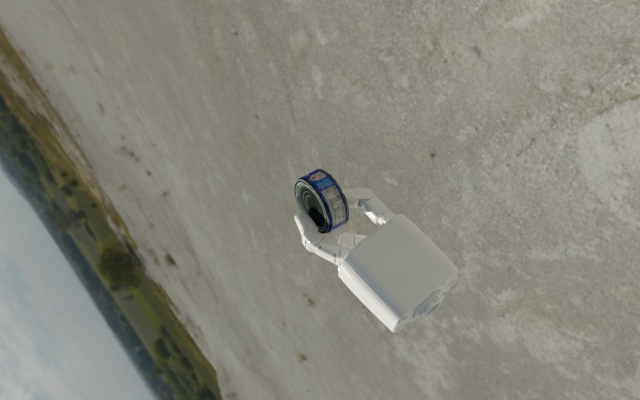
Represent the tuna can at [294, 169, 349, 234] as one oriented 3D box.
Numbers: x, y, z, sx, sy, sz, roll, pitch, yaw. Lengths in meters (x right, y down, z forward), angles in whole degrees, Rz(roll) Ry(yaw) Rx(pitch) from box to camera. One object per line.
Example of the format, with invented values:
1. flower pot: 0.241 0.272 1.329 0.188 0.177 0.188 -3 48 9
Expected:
1. tuna can: 0.000 0.002 0.652 0.033 0.086 0.086 -28 12 -23
